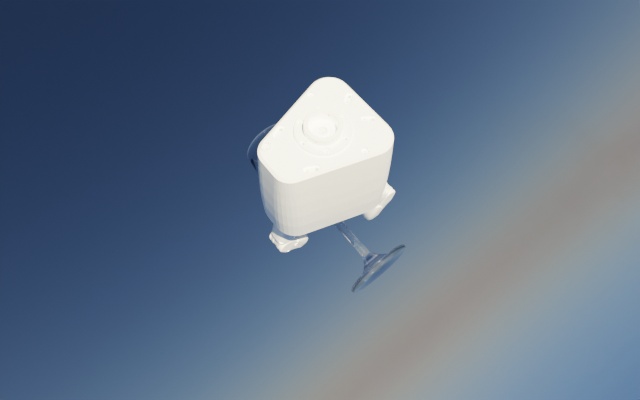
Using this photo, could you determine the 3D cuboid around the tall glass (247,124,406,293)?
[{"bbox_3d":[0.000,0.002,0.534,0.079,0.201,0.079,-36,-20,-15],"label":"tall glass"}]
